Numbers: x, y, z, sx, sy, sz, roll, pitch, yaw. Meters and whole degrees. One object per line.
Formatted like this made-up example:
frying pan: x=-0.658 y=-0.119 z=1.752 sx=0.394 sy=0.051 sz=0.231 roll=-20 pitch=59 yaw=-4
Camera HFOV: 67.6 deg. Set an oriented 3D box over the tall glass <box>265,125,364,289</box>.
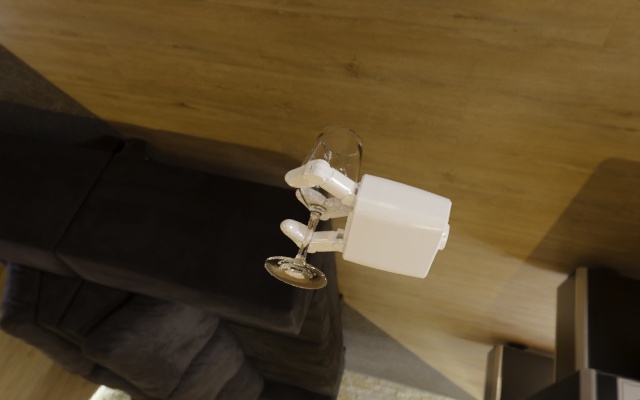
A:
tall glass: x=0.000 y=0.002 z=0.588 sx=0.079 sy=0.201 sz=0.079 roll=14 pitch=-30 yaw=8
